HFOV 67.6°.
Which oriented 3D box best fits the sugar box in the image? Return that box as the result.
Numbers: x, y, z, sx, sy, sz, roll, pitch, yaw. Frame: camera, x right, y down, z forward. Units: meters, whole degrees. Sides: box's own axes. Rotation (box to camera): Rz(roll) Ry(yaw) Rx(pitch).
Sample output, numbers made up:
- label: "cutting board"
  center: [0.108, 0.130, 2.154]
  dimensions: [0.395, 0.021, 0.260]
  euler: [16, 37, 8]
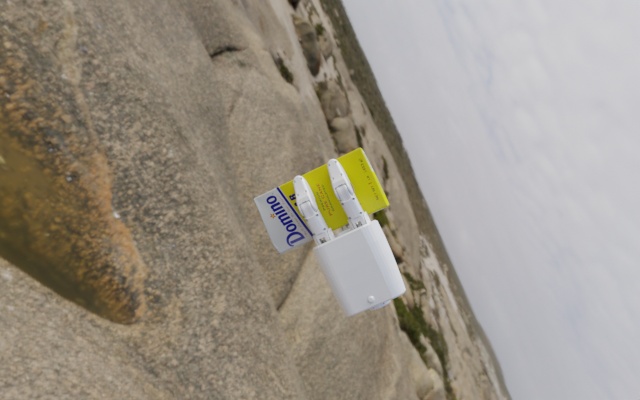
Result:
- label: "sugar box"
  center: [0.000, 0.002, 0.694]
  dimensions: [0.176, 0.093, 0.048]
  euler: [-26, -4, 10]
